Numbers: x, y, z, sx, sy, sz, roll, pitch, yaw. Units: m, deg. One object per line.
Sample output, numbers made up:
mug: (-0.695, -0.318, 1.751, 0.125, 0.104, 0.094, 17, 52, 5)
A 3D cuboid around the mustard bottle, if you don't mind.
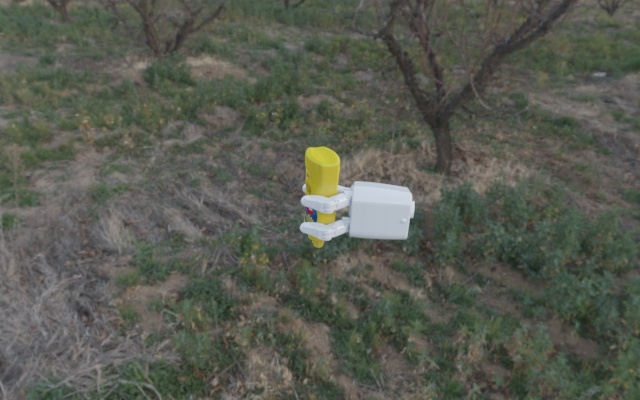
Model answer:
mustard bottle: (0.000, 0.003, 0.895, 0.058, 0.192, 0.096, -7, 28, -17)
